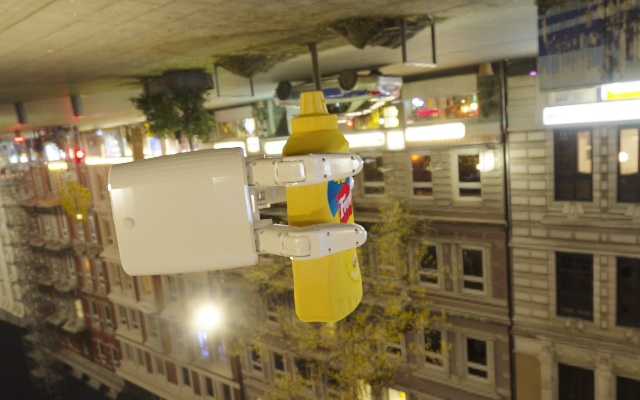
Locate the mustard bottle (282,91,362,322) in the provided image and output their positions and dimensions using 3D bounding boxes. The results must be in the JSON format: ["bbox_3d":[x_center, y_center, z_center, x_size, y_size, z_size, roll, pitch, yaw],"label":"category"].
[{"bbox_3d":[0.000,0.002,0.423,0.058,0.191,0.096,-3,10,18],"label":"mustard bottle"}]
